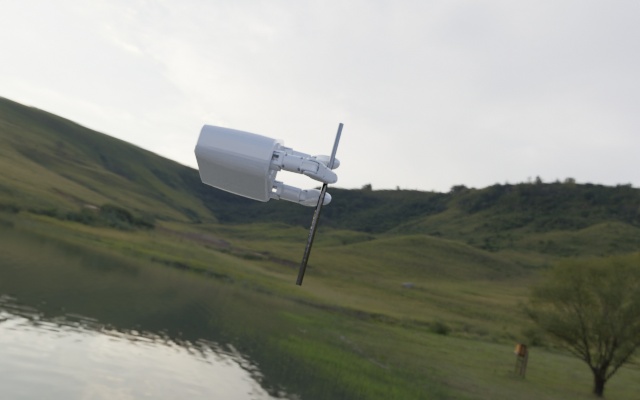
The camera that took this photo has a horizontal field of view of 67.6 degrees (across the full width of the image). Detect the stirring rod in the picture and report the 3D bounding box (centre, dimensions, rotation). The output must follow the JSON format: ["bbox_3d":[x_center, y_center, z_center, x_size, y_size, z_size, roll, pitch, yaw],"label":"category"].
[{"bbox_3d":[0.000,0.002,0.677,0.011,0.239,0.011,14,-10,3],"label":"stirring rod"}]
